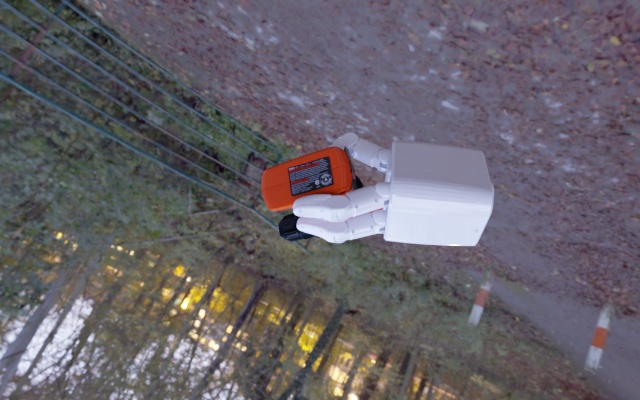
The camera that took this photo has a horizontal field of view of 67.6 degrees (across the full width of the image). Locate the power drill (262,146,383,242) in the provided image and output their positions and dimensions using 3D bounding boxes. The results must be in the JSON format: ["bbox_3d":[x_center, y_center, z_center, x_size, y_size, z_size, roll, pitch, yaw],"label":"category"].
[{"bbox_3d":[0.000,0.002,0.609,0.184,0.057,0.188,-18,-19,16],"label":"power drill"}]
